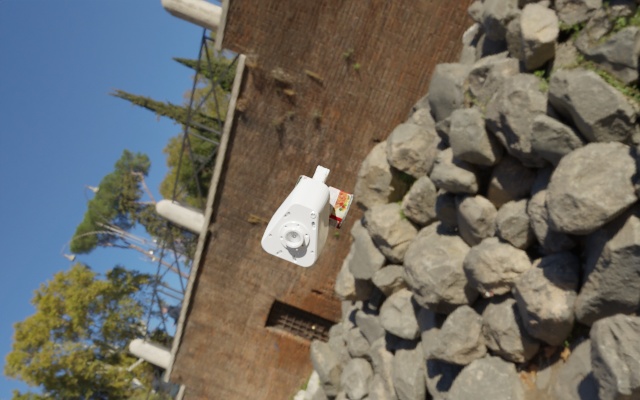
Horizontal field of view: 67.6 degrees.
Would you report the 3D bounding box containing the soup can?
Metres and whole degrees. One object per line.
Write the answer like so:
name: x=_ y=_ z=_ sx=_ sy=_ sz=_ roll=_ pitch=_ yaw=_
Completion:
soup can: x=0.000 y=0.002 z=0.870 sx=0.102 sy=0.068 sz=0.068 roll=22 pitch=0 yaw=1
